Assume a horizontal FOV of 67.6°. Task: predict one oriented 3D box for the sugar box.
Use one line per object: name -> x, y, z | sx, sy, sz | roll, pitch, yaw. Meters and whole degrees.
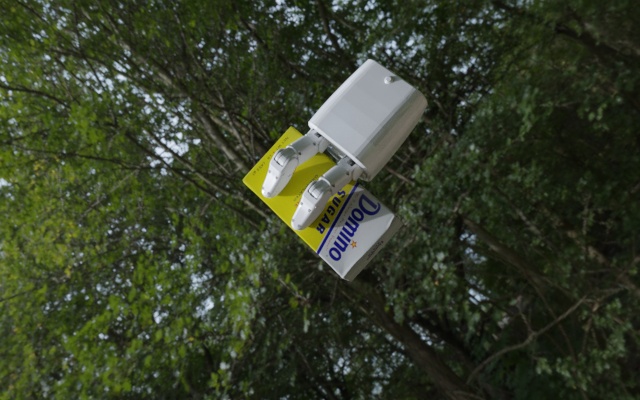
sugar box -> 0.000, 0.002, 0.563 | 0.176, 0.093, 0.048 | 41, 0, 24
